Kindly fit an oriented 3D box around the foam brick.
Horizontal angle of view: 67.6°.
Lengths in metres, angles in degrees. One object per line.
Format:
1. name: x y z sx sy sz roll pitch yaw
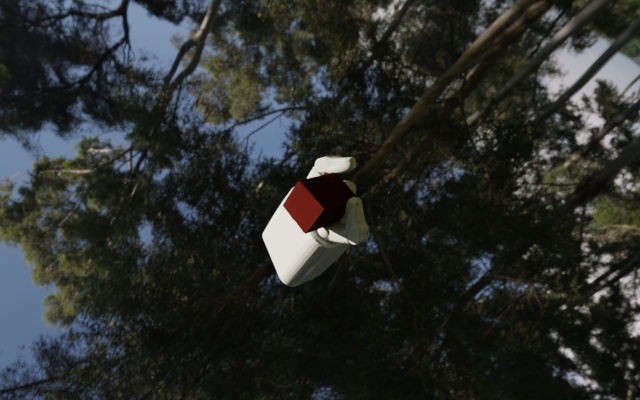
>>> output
1. foam brick: 0.000 0.002 0.629 0.078 0.053 0.051 -15 -30 -50
